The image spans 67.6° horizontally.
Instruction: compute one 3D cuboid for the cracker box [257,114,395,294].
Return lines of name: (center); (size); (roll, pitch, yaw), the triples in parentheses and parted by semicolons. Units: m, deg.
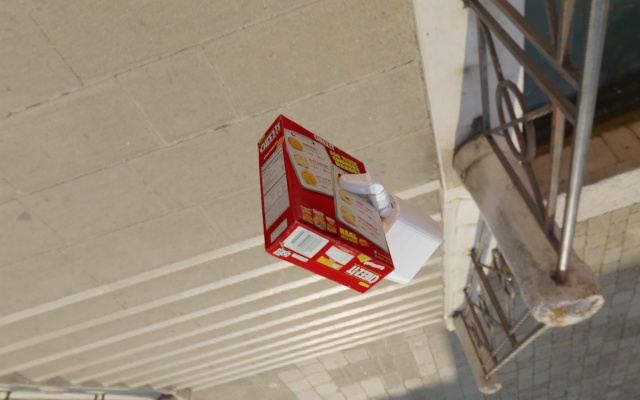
cracker box: (0.000, 0.002, 0.646); (0.164, 0.213, 0.072); (27, -57, -31)
